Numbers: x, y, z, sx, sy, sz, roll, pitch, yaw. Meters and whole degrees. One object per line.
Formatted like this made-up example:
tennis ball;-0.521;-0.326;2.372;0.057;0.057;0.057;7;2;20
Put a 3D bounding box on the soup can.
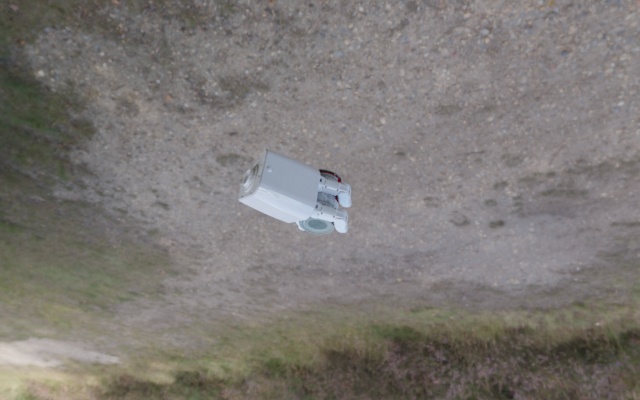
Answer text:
soup can;0.000;0.003;0.884;0.068;0.102;0.068;7;-31;4
